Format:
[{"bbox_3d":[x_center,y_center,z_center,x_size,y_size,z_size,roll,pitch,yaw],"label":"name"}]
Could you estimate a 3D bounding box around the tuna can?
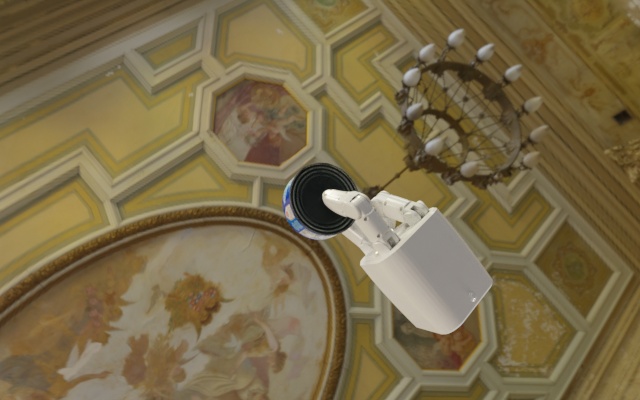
[{"bbox_3d":[0.000,0.002,0.553,0.086,0.086,0.034,0,-15,-22],"label":"tuna can"}]
